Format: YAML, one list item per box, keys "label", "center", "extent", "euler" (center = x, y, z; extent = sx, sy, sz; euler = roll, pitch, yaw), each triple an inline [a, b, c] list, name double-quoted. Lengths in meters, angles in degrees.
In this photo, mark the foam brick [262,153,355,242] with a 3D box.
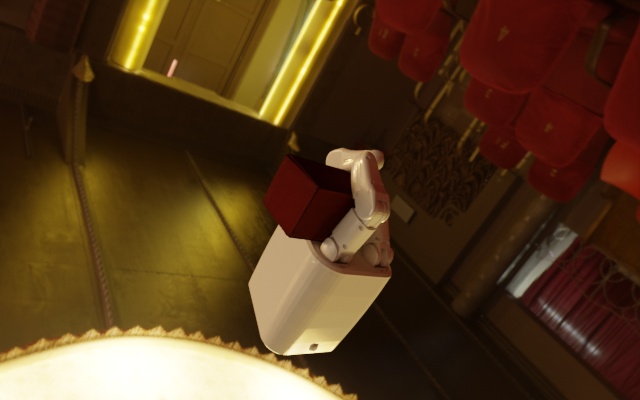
- label: "foam brick"
  center: [0.000, 0.001, 0.412]
  extent: [0.078, 0.051, 0.053]
  euler: [13, 27, -43]
